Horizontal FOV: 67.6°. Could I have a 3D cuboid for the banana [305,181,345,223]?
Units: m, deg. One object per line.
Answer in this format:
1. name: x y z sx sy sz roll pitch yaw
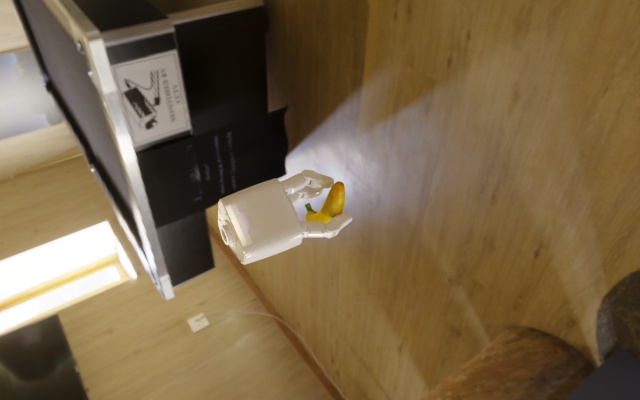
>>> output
1. banana: 0.005 0.021 0.877 0.037 0.069 0.198 -17 -6 -23
